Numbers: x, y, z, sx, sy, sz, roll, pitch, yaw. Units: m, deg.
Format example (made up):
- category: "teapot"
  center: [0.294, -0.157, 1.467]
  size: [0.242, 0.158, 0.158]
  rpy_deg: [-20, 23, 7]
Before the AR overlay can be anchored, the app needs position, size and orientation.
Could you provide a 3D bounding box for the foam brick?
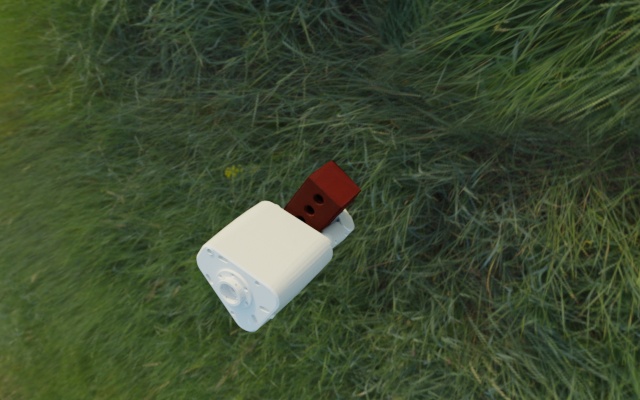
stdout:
- category: "foam brick"
  center: [0.000, 0.002, 0.569]
  size: [0.051, 0.053, 0.078]
  rpy_deg: [-38, -10, -48]
